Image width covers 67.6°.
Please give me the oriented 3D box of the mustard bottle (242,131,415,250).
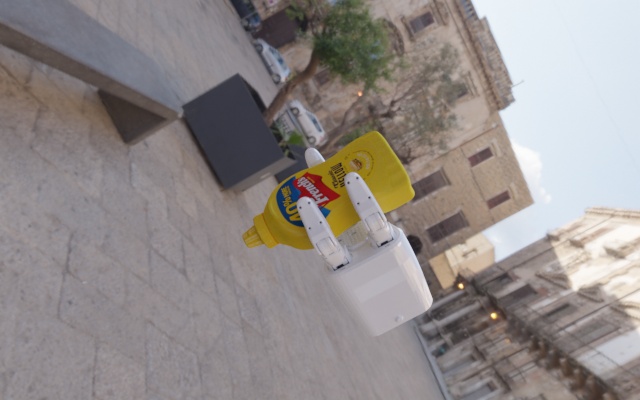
[{"bbox_3d":[0.000,0.001,0.534,0.191,0.096,0.058,-28,-40,4],"label":"mustard bottle"}]
